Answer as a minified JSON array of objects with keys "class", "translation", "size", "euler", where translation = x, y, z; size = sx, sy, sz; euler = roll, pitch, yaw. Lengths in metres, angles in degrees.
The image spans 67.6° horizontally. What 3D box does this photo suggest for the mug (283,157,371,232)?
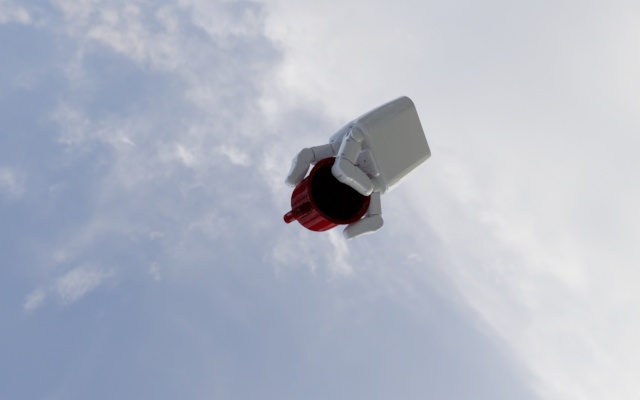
[{"class":"mug","translation":[-0.001,0.003,0.651],"size":[0.117,0.093,0.081],"euler":[-31,-1,-29]}]
